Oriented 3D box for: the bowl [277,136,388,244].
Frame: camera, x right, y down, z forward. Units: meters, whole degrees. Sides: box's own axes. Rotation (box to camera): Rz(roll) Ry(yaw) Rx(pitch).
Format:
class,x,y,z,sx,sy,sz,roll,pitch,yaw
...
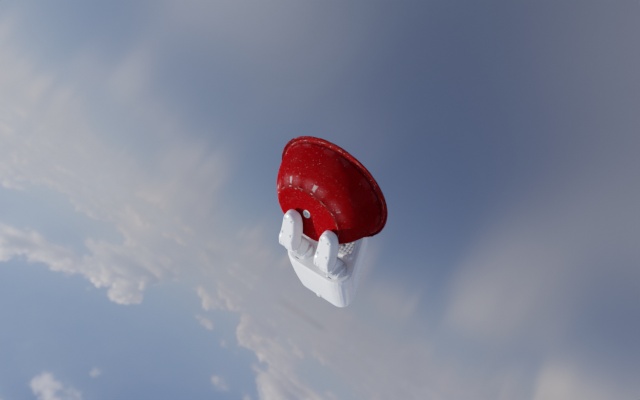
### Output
class,x,y,z,sx,sy,sz,roll,pitch,yaw
bowl,0.000,0.001,0.589,0.162,0.162,0.055,0,39,49
